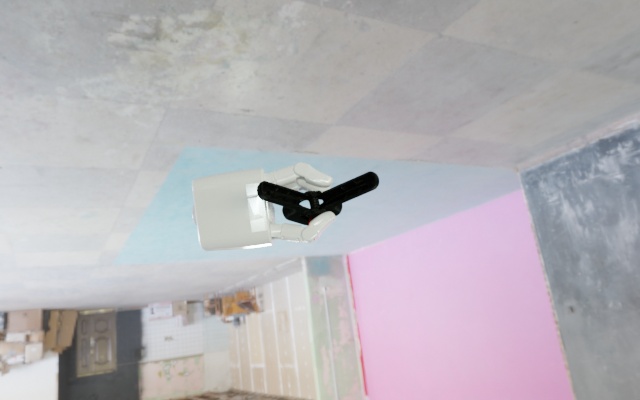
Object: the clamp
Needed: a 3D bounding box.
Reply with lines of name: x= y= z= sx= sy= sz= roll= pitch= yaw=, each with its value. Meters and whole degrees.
clamp: x=0.000 y=0.003 z=0.720 sx=0.164 sy=0.036 sz=0.210 roll=-6 pitch=-15 yaw=0
